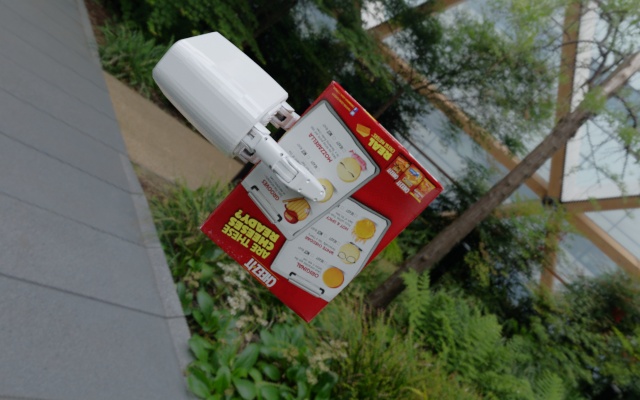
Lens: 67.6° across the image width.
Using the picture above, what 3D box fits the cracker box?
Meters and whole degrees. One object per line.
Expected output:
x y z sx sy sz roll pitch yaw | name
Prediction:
0.000 0.002 0.536 0.164 0.214 0.072 43 10 -7 | cracker box
